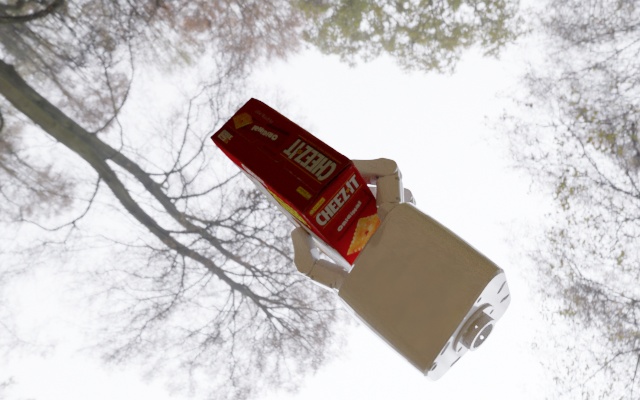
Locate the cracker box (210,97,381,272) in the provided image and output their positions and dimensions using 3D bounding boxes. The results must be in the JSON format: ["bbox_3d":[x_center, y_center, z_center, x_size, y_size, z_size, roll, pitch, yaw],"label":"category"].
[{"bbox_3d":[0.000,0.002,0.523,0.164,0.072,0.214,37,-9,38],"label":"cracker box"}]
